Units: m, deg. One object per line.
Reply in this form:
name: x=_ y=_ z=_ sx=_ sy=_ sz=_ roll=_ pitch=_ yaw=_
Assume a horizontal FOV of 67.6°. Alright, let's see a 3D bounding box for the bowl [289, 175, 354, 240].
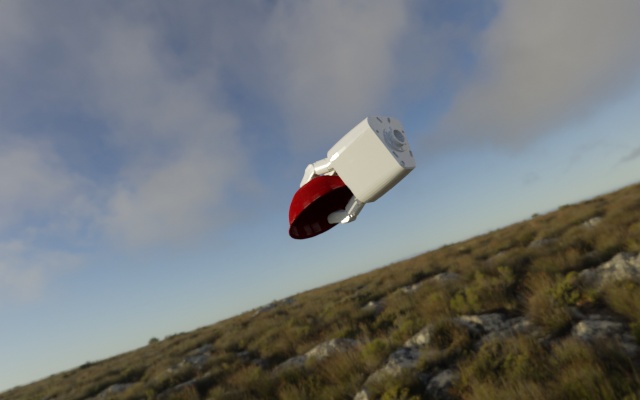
bowl: x=-0.001 y=0.003 z=0.880 sx=0.162 sy=0.055 sz=0.162 roll=-28 pitch=-24 yaw=-14
